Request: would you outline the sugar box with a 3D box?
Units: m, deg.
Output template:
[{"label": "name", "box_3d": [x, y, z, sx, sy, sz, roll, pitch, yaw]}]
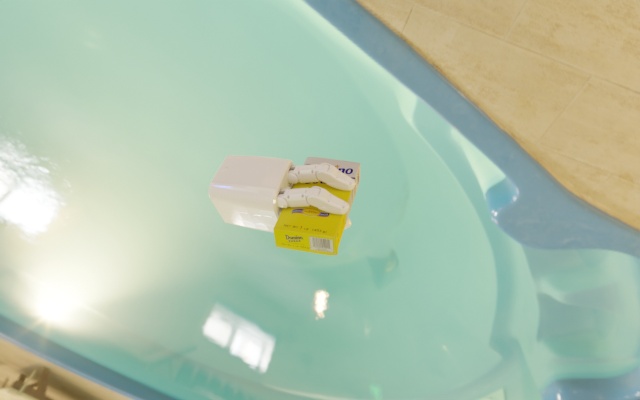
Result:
[{"label": "sugar box", "box_3d": [0.000, 0.002, 0.730, 0.093, 0.048, 0.176, 8, 45, 12]}]
